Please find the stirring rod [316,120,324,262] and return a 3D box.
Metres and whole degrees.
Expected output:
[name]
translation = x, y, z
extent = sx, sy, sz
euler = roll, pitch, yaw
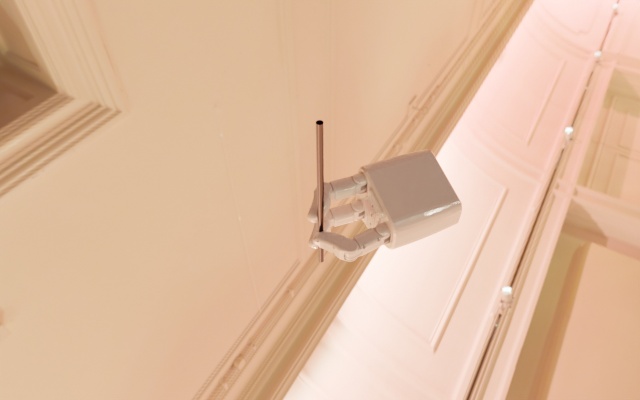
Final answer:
[stirring rod]
translation = 0.000, 0.002, 0.571
extent = 0.011, 0.011, 0.240
euler = 0, -42, 1
